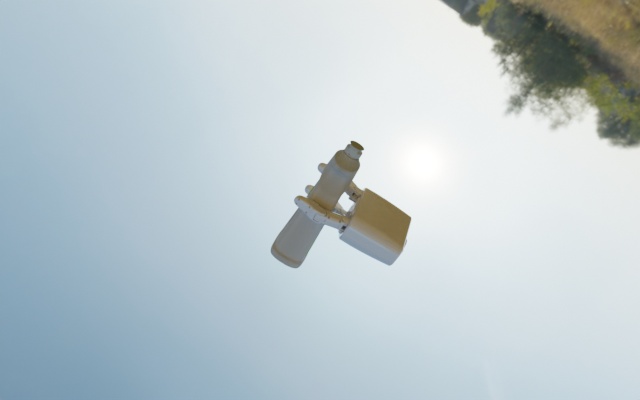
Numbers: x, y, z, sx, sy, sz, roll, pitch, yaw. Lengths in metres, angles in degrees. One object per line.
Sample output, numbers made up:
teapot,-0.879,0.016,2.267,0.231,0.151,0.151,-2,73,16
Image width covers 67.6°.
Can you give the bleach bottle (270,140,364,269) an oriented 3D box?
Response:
bleach bottle,0.000,0.003,0.859,0.068,0.251,0.102,32,28,-3
